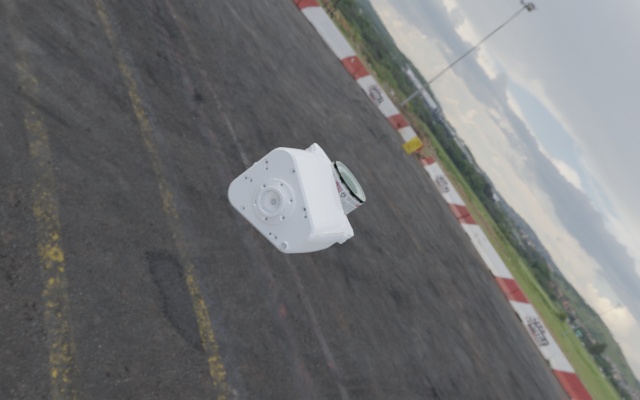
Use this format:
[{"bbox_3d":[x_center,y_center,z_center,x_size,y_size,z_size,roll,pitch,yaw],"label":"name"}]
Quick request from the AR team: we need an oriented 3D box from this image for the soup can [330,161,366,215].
[{"bbox_3d":[0.001,0.002,0.638,0.102,0.068,0.068,-35,-11,16],"label":"soup can"}]
